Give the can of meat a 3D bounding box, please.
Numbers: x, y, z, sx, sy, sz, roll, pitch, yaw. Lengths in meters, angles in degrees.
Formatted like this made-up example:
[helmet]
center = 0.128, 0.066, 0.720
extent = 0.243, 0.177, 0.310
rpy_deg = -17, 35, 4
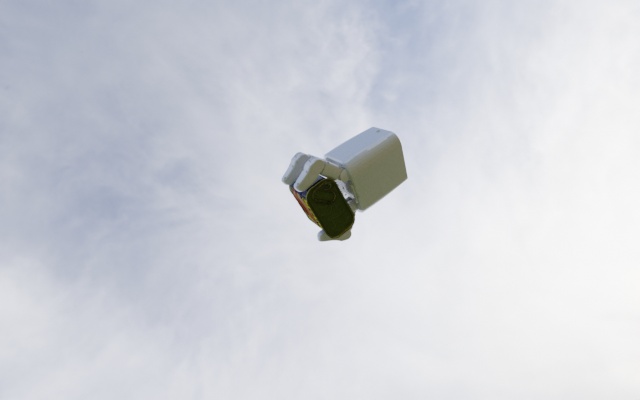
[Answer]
[can of meat]
center = 0.000, 0.003, 0.790
extent = 0.057, 0.102, 0.084
rpy_deg = -37, 28, -11
